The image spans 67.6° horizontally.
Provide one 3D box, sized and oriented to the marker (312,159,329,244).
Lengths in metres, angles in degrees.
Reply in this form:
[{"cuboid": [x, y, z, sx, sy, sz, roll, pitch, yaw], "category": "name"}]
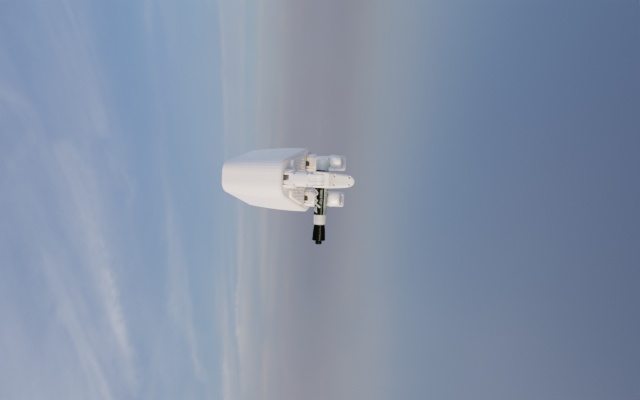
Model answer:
[{"cuboid": [0.000, 0.002, 0.683, 0.020, 0.121, 0.020, 3, 1, 0], "category": "marker"}]
